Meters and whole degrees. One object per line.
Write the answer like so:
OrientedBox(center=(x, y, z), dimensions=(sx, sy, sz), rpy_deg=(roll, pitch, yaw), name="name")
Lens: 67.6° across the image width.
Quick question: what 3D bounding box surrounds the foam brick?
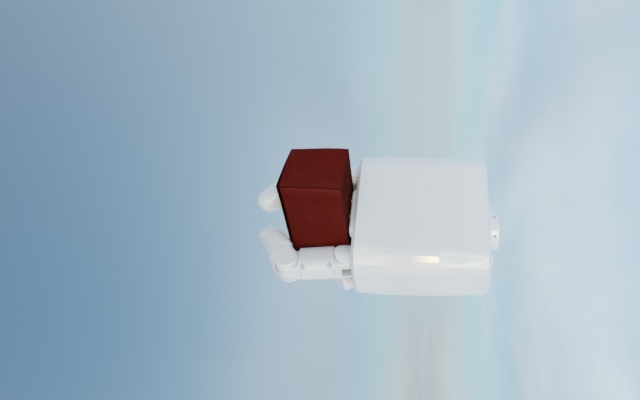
OrientedBox(center=(0.000, 0.001, 0.400), dimensions=(0.051, 0.078, 0.053), rpy_deg=(1, 43, 13), name="foam brick")
